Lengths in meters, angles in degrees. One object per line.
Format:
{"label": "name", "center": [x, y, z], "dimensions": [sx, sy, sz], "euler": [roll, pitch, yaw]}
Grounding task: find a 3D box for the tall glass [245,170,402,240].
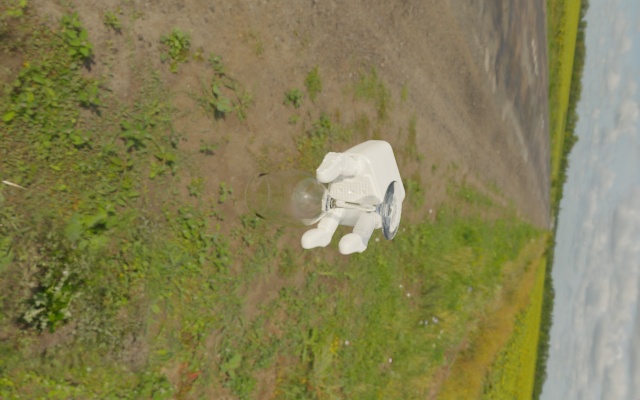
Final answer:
{"label": "tall glass", "center": [0.001, 0.002, 0.630], "dimensions": [0.201, 0.079, 0.079], "euler": [6, 3, 26]}
